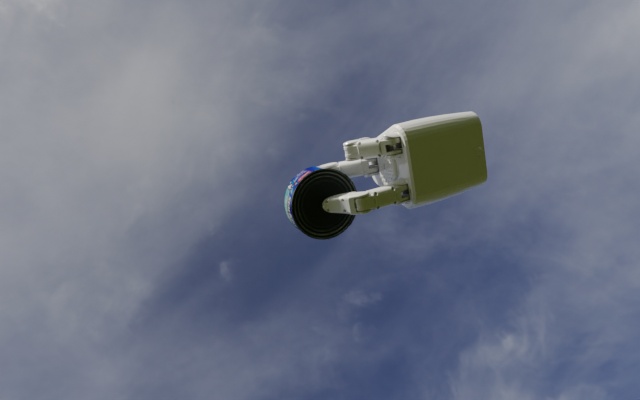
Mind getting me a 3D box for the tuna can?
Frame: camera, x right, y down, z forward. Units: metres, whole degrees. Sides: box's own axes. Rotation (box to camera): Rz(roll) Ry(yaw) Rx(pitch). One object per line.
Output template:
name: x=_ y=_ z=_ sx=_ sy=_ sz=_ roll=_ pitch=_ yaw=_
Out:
tuna can: x=0.000 y=0.002 z=0.576 sx=0.086 sy=0.086 sz=0.033 roll=0 pitch=10 yaw=-23
